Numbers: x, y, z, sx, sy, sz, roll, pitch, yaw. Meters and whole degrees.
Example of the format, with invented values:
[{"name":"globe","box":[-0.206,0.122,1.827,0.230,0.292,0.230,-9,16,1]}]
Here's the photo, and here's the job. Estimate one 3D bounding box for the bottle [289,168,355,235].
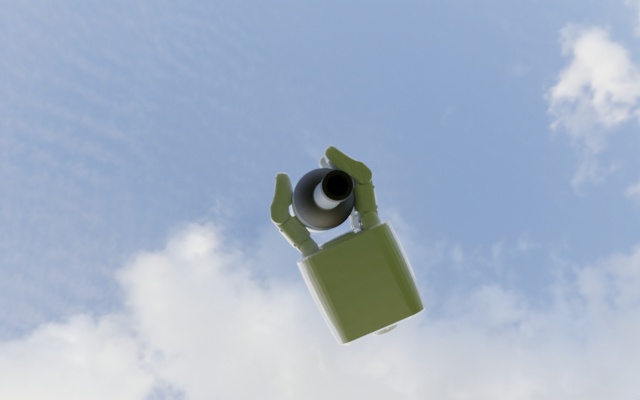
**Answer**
[{"name":"bottle","box":[0.000,0.002,0.548,0.069,0.069,0.296,0,-6,-6]}]
